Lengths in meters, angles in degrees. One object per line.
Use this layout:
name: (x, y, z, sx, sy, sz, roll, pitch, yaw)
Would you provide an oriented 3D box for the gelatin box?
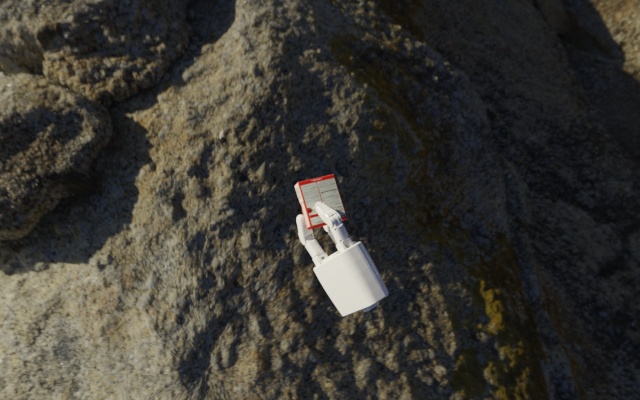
gelatin box: (0.000, 0.002, 0.881, 0.073, 0.089, 0.030, -14, -8, -19)
